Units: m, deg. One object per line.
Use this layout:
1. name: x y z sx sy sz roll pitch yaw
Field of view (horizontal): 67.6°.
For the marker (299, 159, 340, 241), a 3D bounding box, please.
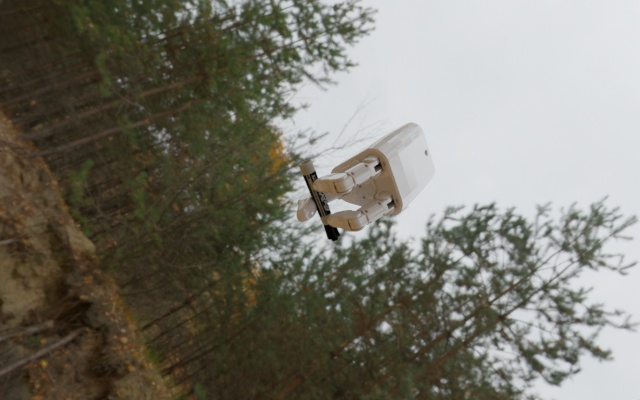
1. marker: 0.000 0.002 0.652 0.020 0.121 0.020 -19 20 7
